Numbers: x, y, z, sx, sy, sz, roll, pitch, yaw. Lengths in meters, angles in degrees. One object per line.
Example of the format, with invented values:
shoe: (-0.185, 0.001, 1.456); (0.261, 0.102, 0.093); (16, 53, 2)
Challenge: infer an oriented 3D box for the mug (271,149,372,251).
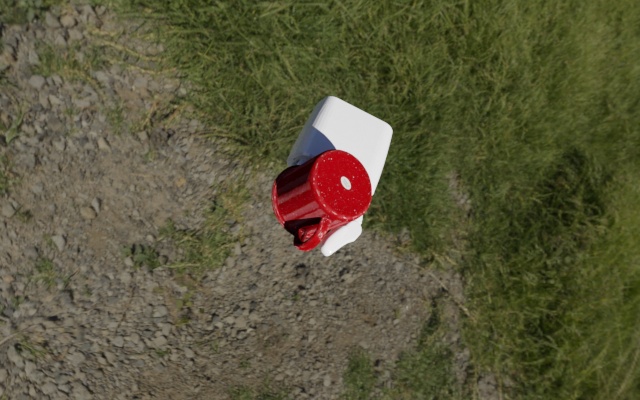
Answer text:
mug: (0.000, 0.003, 0.534); (0.093, 0.117, 0.081); (33, -30, -22)
